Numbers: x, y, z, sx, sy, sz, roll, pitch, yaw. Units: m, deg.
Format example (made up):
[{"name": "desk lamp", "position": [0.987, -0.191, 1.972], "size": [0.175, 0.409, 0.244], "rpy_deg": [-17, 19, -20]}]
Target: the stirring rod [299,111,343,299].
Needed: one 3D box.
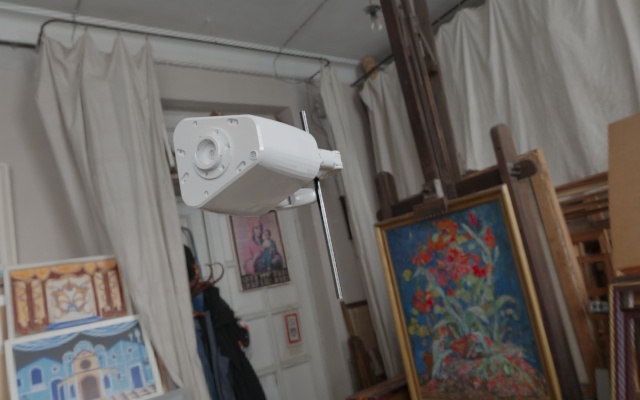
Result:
[{"name": "stirring rod", "position": [0.000, 0.002, 0.596], "size": [0.011, 0.239, 0.011], "rpy_deg": [-11, -10, -2]}]
